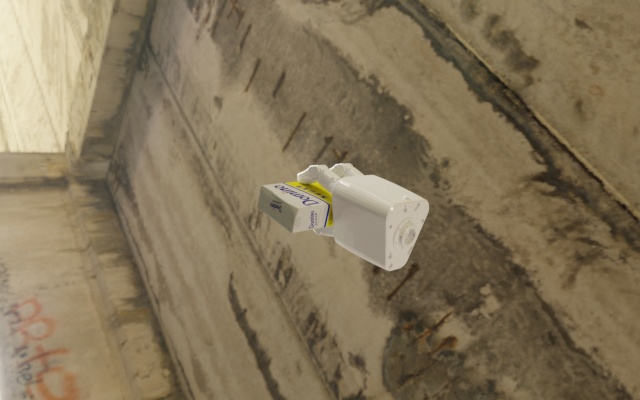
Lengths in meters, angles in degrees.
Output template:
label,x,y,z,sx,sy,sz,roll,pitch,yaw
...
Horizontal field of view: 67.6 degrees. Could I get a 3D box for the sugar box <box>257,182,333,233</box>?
label,x,y,z,sx,sy,sz,roll,pitch,yaw
sugar box,0.000,0.002,0.751,0.176,0.048,0.093,-5,27,-42
